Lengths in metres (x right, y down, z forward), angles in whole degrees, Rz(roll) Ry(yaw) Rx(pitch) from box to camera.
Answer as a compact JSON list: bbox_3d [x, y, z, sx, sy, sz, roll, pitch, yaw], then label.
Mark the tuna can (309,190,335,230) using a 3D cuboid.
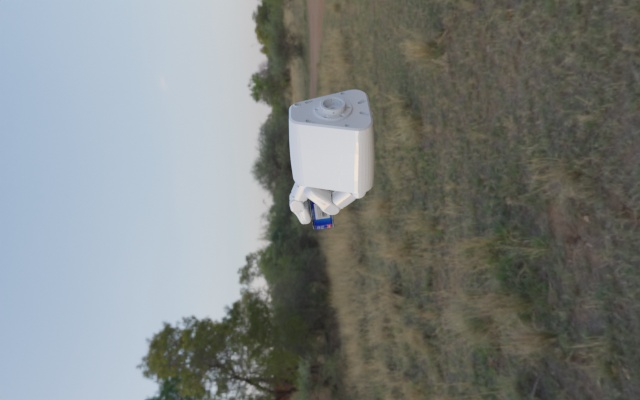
[{"bbox_3d":[0.000,0.003,0.753,0.034,0.086,0.086,-8,0,0],"label":"tuna can"}]
